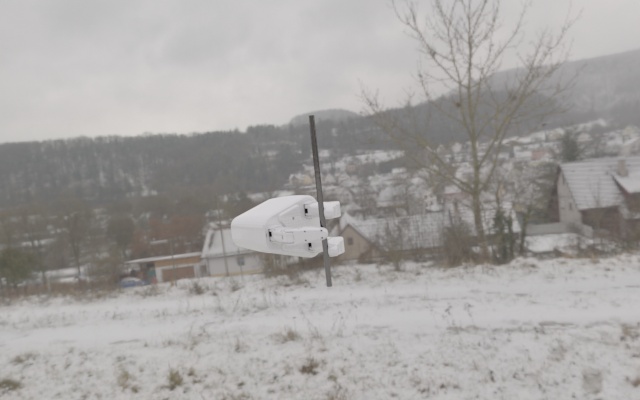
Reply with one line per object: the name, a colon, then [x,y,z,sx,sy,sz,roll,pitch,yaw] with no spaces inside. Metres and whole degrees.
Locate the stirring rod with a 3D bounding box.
stirring rod: [0.000,0.002,0.667,0.011,0.239,0.011,-6,4,0]
